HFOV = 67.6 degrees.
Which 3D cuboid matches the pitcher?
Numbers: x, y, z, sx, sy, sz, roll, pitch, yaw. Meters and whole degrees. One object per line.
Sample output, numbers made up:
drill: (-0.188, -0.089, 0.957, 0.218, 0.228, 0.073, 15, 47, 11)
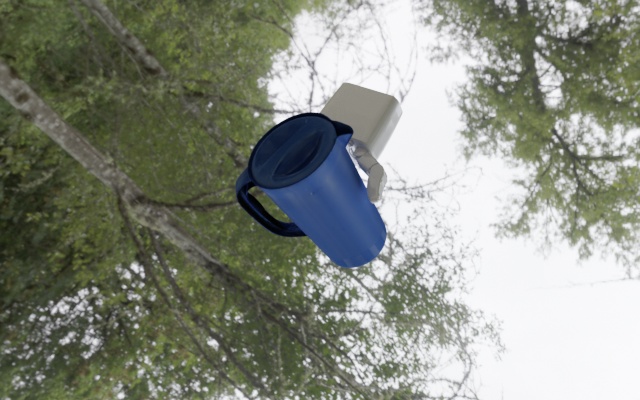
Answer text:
pitcher: (0.000, 0.002, 0.708, 0.149, 0.145, 0.243, 12, -29, 38)
